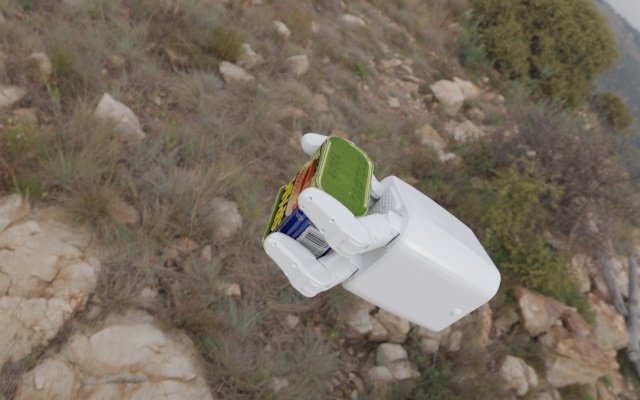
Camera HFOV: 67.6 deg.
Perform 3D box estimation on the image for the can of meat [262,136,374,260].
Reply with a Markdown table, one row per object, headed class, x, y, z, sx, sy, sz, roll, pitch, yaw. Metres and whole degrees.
| class | x | y | z | sx | sy | sz | roll | pitch | yaw |
| --- | --- | --- | --- | --- | --- | --- | --- | --- | --- |
| can of meat | 0.000 | 0.001 | 0.425 | 0.057 | 0.102 | 0.084 | 32 | -53 | -14 |
